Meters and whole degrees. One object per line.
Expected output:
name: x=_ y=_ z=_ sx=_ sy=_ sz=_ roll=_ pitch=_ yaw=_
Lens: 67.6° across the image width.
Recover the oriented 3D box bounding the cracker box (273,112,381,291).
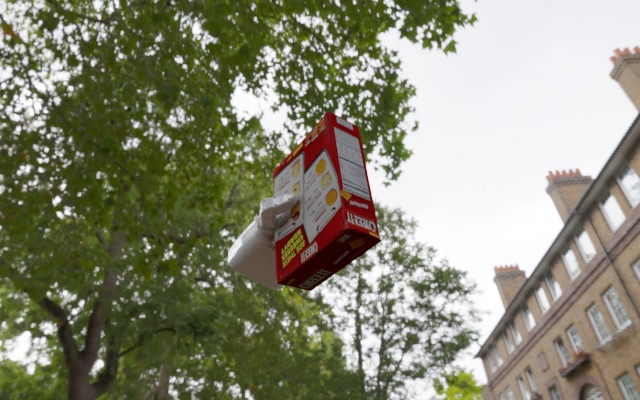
cracker box: x=0.000 y=0.002 z=0.713 sx=0.072 sy=0.213 sz=0.164 roll=19 pitch=-44 yaw=-31
